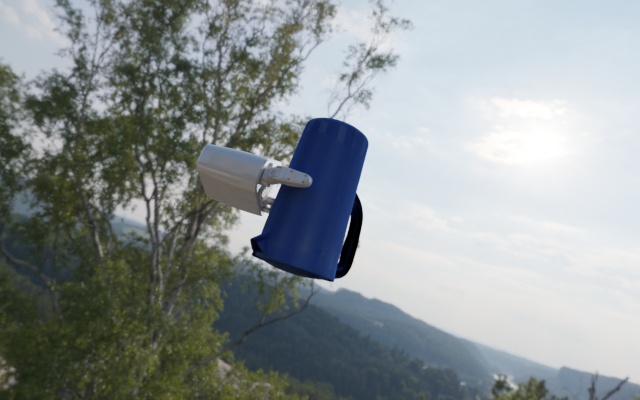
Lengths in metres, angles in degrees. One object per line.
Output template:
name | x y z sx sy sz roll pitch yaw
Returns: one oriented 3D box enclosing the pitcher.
pitcher | 0.000 0.002 0.759 0.145 0.242 0.149 16 -12 11
